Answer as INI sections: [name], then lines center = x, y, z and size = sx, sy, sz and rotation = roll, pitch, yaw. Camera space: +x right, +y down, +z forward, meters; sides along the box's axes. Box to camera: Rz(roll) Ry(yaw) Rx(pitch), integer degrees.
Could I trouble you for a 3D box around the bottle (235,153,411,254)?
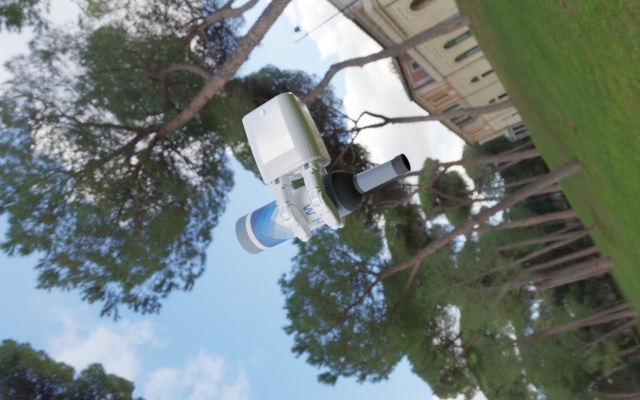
[bottle]
center = 0.000, 0.003, 0.723
size = 0.296, 0.069, 0.069
rotation = -25, -12, 27
